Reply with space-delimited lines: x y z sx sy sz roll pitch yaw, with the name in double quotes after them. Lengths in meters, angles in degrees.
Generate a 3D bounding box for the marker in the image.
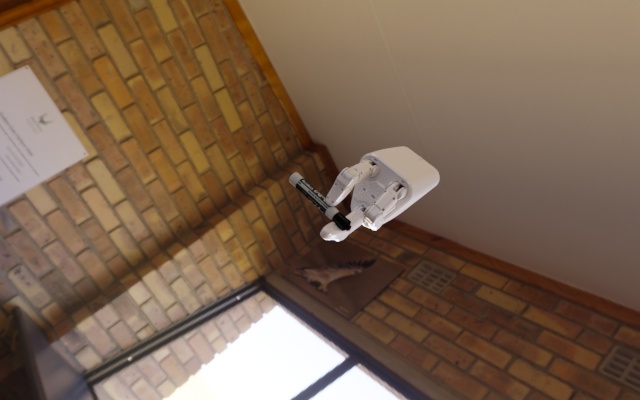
0.000 0.002 0.700 0.121 0.020 0.020 42 19 22 "marker"
